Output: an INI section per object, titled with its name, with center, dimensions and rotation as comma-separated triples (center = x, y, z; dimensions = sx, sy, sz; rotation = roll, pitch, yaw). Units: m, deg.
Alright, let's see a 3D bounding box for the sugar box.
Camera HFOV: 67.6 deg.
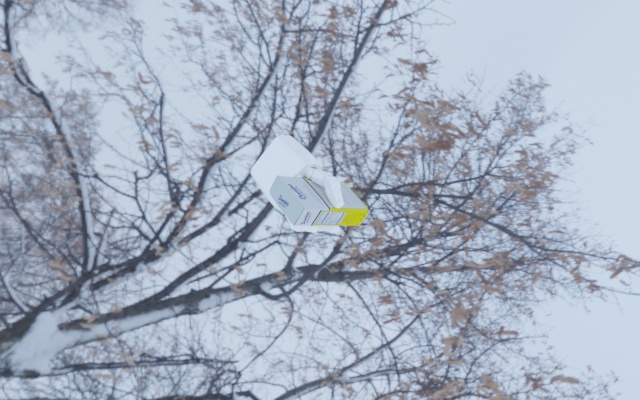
[sugar box]
center = 0.000, 0.003, 0.871
dimensions = 0.176, 0.048, 0.093
rotation = 1, 39, -44
